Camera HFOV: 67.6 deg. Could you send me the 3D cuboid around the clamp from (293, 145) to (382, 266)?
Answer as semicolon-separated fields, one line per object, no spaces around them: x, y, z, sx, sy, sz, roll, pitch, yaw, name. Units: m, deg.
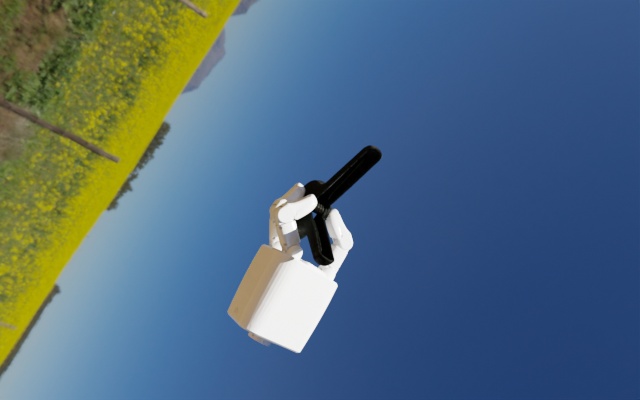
0.000;0.003;0.657;0.036;0.164;0.210;34;-12;-21;clamp
